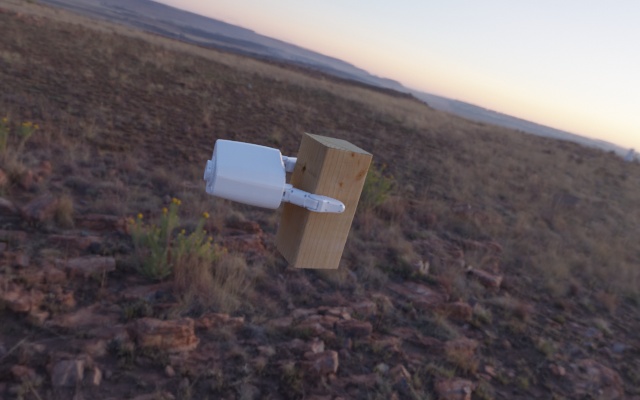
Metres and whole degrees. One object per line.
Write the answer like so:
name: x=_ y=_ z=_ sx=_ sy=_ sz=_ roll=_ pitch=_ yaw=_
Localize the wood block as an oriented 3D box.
wood block: x=0.000 y=0.003 z=0.803 sx=0.090 sy=0.206 sz=0.090 roll=7 pitch=18 yaw=-31
